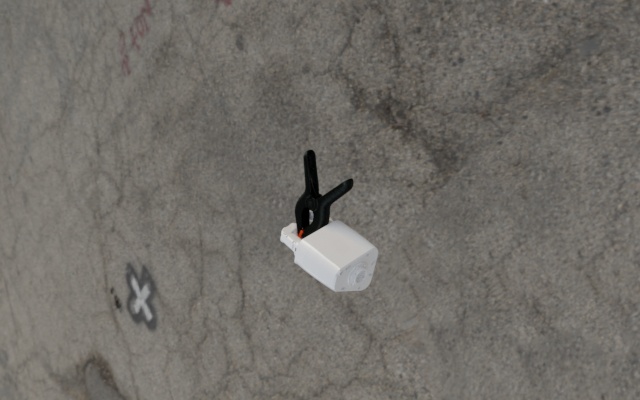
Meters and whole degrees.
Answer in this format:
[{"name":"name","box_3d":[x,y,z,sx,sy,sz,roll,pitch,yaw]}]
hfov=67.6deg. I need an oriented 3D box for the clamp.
[{"name":"clamp","box_3d":[0.000,0.003,0.892,0.039,0.171,0.120,-11,32,-40]}]
